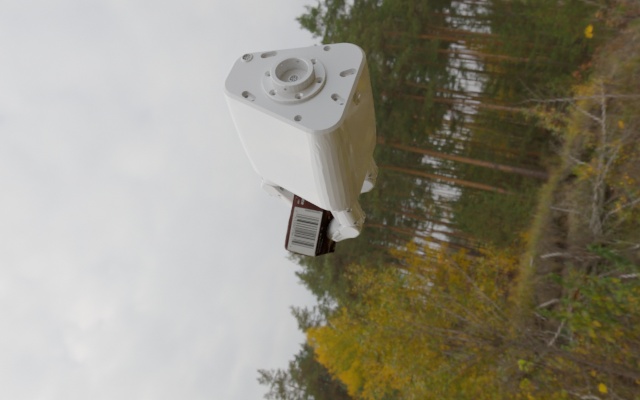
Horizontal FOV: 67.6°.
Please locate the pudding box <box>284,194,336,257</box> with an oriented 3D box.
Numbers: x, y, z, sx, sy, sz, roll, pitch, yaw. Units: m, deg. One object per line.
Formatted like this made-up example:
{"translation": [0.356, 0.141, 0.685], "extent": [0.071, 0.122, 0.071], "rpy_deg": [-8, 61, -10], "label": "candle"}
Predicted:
{"translation": [0.000, 0.002, 0.521], "extent": [0.039, 0.113, 0.090], "rpy_deg": [13, 1, 16], "label": "pudding box"}
